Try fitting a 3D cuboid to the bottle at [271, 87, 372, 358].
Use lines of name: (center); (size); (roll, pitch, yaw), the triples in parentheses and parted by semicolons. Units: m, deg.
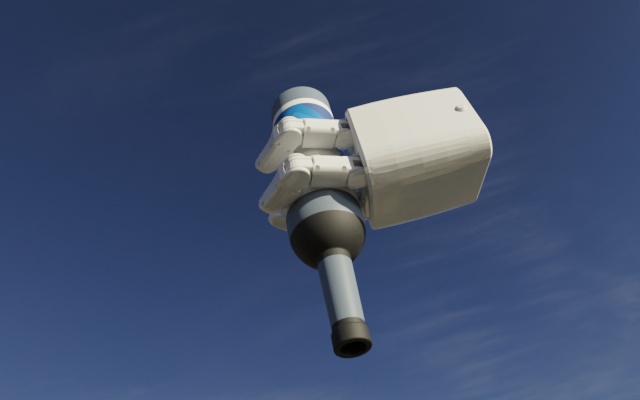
bottle: (0.000, 0.001, 0.433); (0.069, 0.069, 0.295); (0, 43, -12)
